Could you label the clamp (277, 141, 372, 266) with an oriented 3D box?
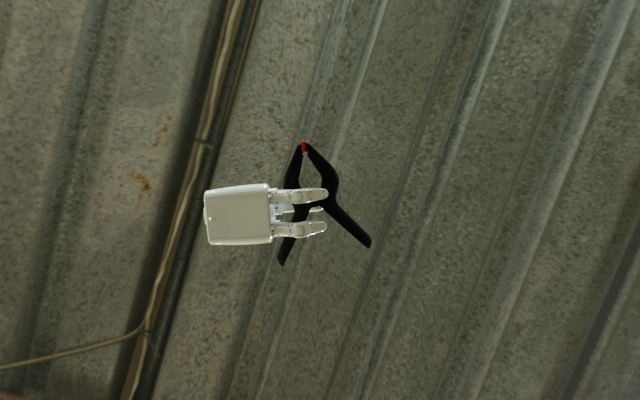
[{"bbox_3d":[0.000,0.002,0.813,0.164,0.210,0.036,-5,7,-2],"label":"clamp"}]
